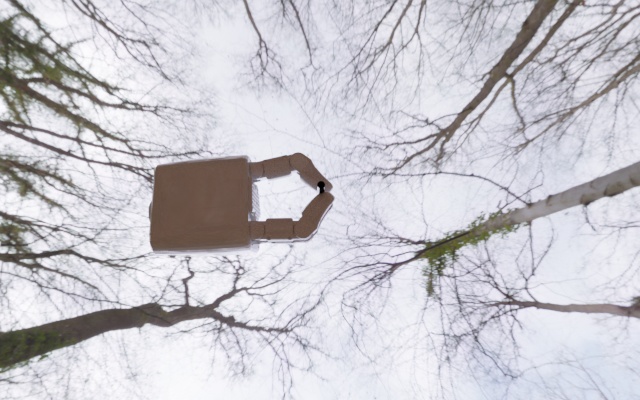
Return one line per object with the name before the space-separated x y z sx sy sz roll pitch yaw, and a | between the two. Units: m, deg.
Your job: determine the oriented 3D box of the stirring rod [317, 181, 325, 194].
stirring rod | 0.000 0.002 0.602 0.011 0.011 0.239 0 -9 0
